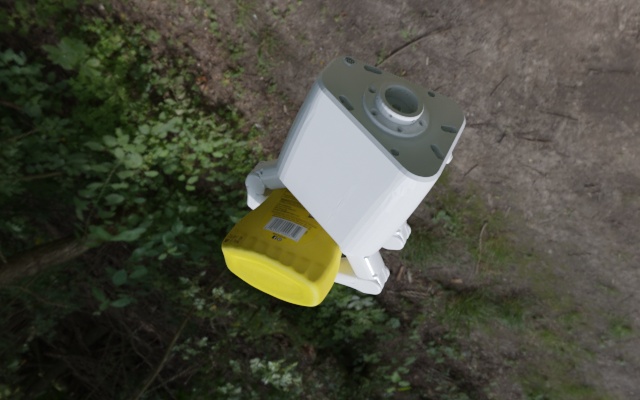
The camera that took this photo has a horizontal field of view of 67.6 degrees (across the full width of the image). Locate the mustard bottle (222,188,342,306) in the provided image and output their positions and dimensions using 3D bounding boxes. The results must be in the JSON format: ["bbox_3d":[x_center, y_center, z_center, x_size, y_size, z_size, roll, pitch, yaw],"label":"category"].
[{"bbox_3d":[0.000,0.002,0.447,0.096,0.058,0.191,19,50,21],"label":"mustard bottle"}]
